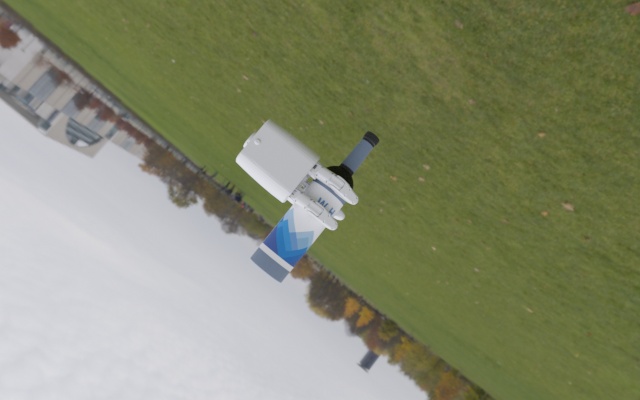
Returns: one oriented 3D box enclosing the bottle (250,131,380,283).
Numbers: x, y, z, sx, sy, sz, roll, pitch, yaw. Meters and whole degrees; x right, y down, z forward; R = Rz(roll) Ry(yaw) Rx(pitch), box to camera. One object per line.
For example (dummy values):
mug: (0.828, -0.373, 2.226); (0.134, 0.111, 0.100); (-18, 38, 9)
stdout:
bottle: (0.000, 0.003, 0.809); (0.069, 0.295, 0.069); (38, -6, 5)
